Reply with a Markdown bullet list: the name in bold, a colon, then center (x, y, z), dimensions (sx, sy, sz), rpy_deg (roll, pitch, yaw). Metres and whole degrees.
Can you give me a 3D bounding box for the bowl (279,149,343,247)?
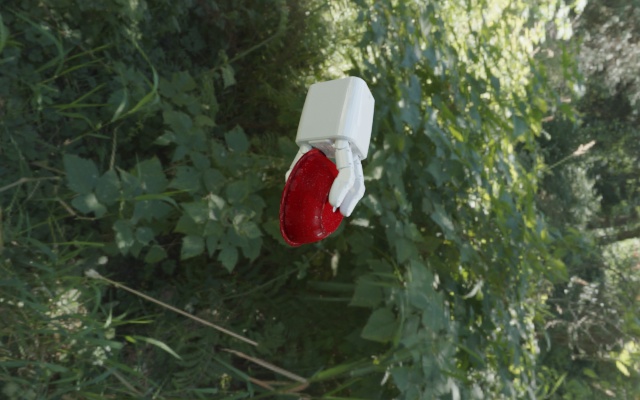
- **bowl**: center (0.000, 0.004, 0.757), dimensions (0.055, 0.162, 0.162), rpy_deg (16, 7, 25)
